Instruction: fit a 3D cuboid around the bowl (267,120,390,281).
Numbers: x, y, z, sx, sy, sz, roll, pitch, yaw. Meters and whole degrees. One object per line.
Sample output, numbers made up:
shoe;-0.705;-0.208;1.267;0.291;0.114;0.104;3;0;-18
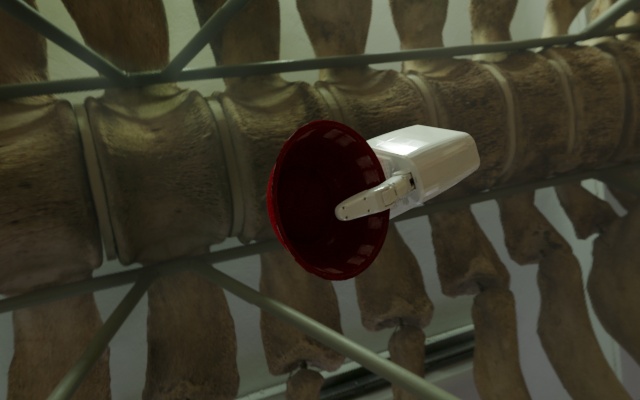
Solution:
bowl;-0.001;0.002;0.495;0.162;0.162;0.055;0;-6;-42
